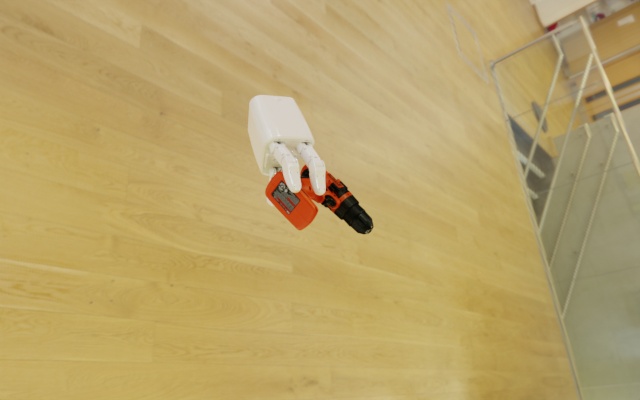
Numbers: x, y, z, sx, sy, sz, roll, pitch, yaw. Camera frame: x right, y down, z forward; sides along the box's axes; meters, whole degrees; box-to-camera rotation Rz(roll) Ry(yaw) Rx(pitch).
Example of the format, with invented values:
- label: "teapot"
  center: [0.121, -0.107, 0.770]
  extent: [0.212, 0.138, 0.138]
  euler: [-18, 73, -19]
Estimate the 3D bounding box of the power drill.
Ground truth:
- label: "power drill"
  center: [0.000, 0.003, 0.866]
  extent: [0.184, 0.057, 0.187]
  euler: [44, 22, 17]
